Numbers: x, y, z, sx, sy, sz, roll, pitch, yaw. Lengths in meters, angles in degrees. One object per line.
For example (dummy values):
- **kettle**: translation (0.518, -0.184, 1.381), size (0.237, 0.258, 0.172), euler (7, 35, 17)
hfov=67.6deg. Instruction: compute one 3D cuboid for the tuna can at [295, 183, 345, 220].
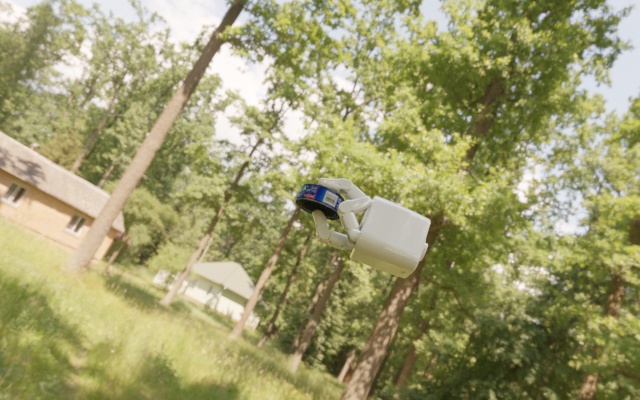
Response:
- **tuna can**: translation (0.000, 0.002, 0.863), size (0.086, 0.033, 0.086), euler (19, -18, 6)
